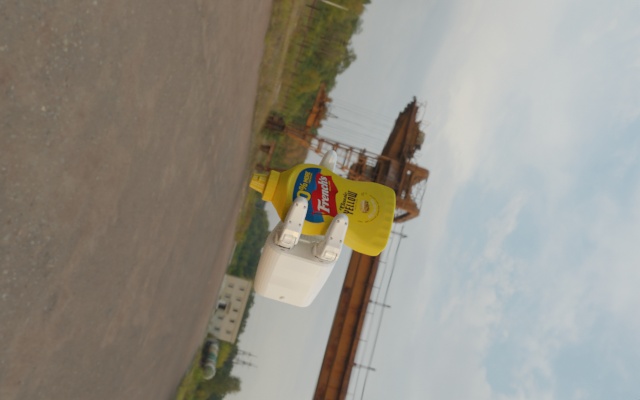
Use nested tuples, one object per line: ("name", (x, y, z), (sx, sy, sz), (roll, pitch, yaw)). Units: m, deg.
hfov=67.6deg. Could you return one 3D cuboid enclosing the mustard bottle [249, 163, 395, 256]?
("mustard bottle", (0.000, 0.002, 0.633), (0.191, 0.096, 0.058), (18, -25, -7))
